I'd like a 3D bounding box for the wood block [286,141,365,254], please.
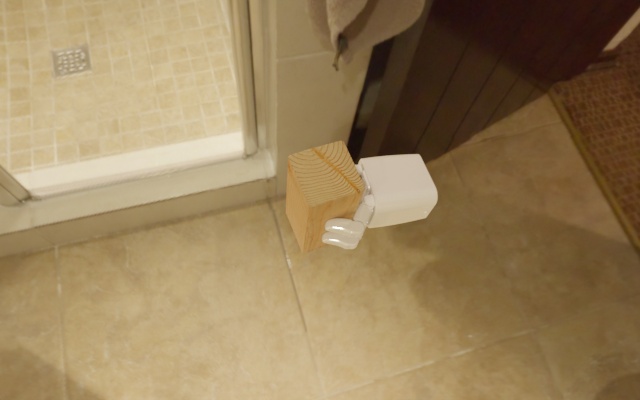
[{"bbox_3d":[0.000,0.002,0.781,0.090,0.090,0.206,-18,-22,-13],"label":"wood block"}]
